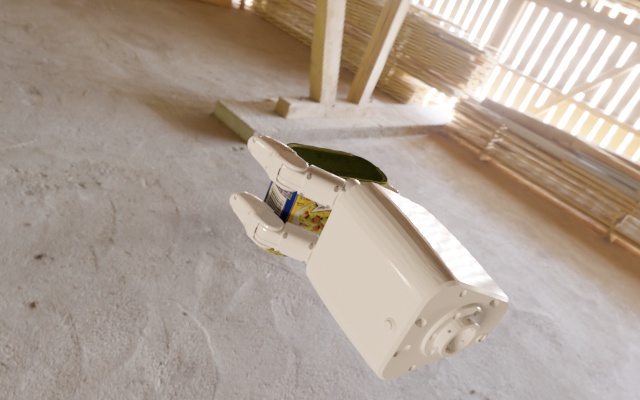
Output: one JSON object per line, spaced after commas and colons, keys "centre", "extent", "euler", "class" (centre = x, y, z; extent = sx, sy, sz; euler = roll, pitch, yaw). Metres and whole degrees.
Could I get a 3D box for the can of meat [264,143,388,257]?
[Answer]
{"centre": [0.000, 0.001, 0.428], "extent": [0.102, 0.084, 0.057], "euler": [6, 33, -32], "class": "can of meat"}
